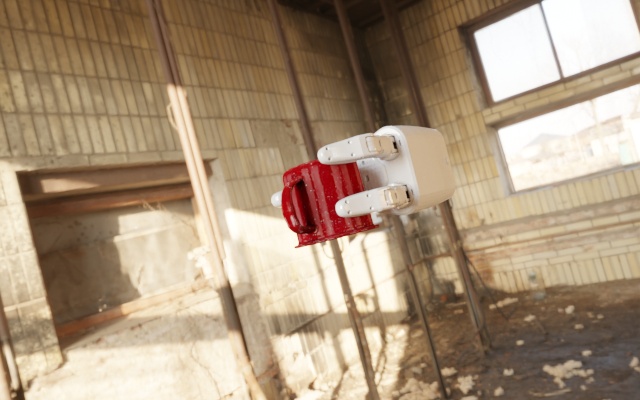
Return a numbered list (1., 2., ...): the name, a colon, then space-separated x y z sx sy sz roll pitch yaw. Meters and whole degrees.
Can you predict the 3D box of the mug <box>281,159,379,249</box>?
1. mug: -0.001 0.002 0.498 0.093 0.081 0.117 -17 -4 38
